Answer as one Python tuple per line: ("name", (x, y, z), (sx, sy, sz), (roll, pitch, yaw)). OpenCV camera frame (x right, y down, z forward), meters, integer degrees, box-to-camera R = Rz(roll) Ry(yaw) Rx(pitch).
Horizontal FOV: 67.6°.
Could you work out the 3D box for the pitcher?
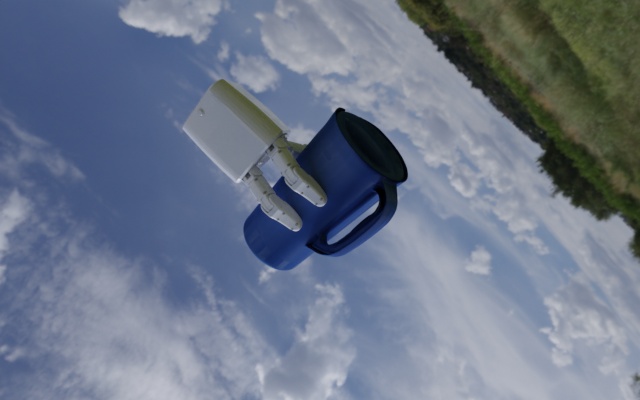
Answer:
("pitcher", (0.000, 0.002, 0.681), (0.243, 0.145, 0.149), (-44, 6, 28))
